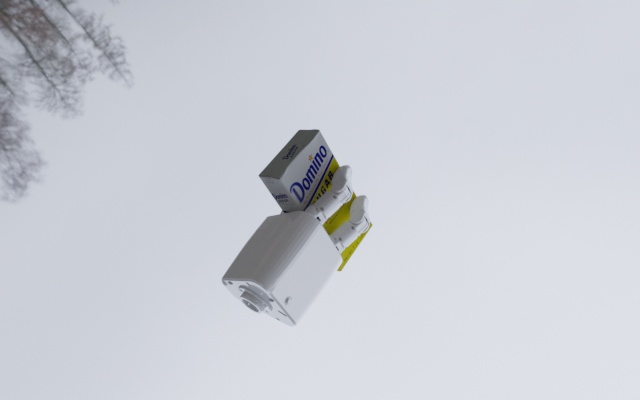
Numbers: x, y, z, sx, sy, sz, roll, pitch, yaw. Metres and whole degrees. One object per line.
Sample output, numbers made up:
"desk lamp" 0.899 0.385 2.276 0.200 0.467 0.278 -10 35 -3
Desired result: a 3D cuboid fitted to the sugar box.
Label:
"sugar box" 0.000 0.002 0.635 0.048 0.093 0.176 9 -39 42
